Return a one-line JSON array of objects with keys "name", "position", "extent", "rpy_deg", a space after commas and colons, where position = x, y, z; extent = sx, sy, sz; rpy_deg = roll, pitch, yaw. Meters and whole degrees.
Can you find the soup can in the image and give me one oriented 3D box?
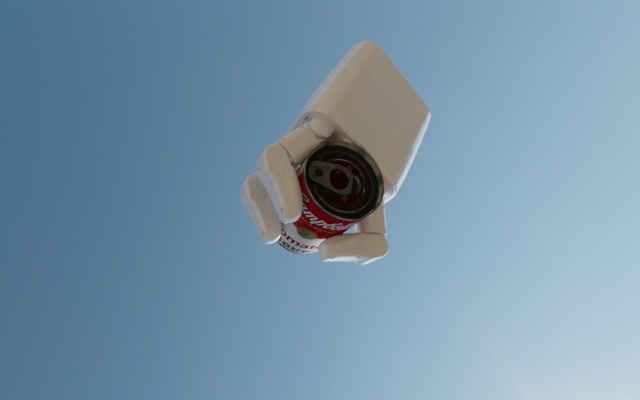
[{"name": "soup can", "position": [0.000, 0.002, 0.410], "extent": [0.068, 0.068, 0.102], "rpy_deg": [0, -21, -24]}]
